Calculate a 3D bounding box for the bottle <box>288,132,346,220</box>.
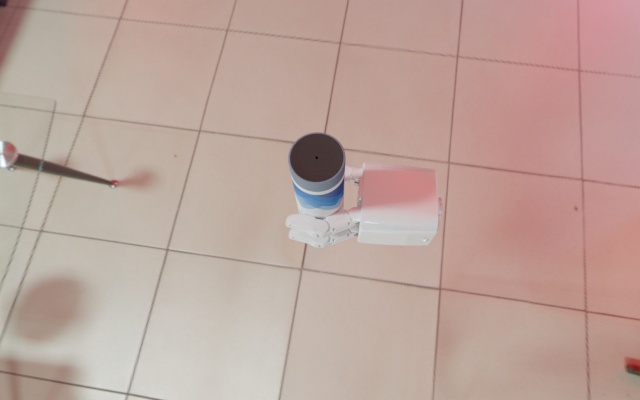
[{"bbox_3d":[0.000,0.002,0.685,0.069,0.069,0.296,0,-21,2],"label":"bottle"}]
